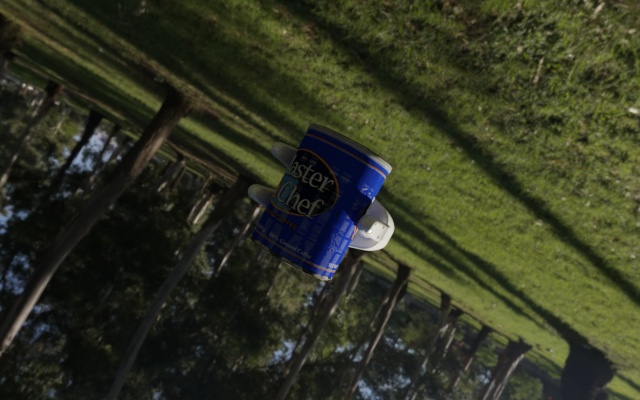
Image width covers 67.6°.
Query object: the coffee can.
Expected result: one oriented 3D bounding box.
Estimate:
[{"bbox_3d":[0.000,0.002,0.524,0.103,0.140,0.103,29,0,0],"label":"coffee can"}]
